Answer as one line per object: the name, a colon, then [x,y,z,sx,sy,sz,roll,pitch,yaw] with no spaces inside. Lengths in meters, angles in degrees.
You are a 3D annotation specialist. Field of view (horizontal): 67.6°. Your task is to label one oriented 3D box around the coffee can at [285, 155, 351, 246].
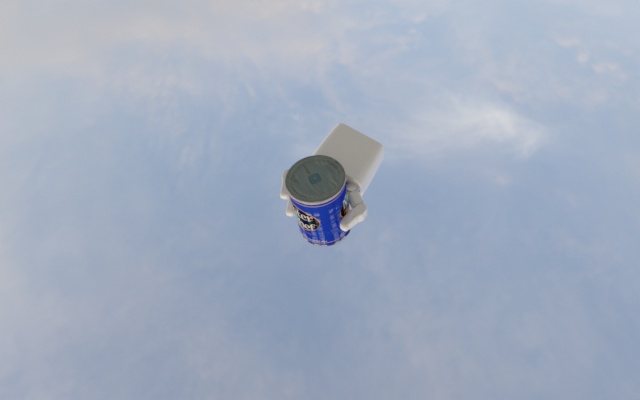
coffee can: [0.000,0.003,0.853,0.103,0.102,0.140,0,-36,10]
